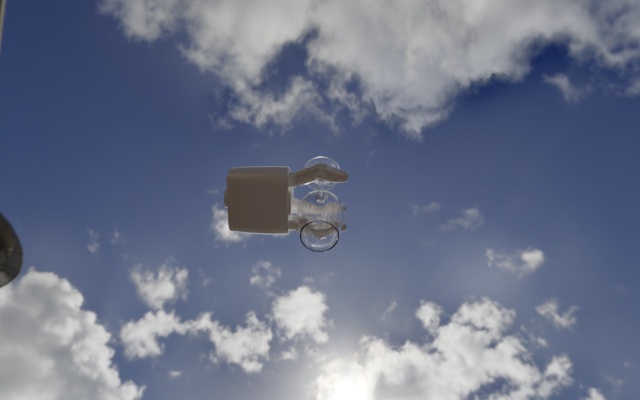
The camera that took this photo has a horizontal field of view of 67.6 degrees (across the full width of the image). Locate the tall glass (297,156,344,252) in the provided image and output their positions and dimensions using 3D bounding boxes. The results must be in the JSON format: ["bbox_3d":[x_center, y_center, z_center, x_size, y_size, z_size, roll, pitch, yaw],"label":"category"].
[{"bbox_3d":[0.000,0.002,0.825,0.079,0.079,0.201,0,33,1],"label":"tall glass"}]
